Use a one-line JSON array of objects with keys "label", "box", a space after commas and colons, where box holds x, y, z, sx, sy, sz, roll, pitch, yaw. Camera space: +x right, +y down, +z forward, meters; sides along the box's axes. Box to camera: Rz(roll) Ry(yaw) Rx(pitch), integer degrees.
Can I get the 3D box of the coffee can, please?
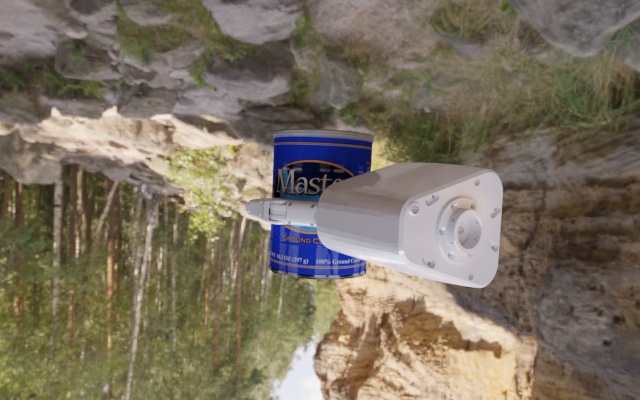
[{"label": "coffee can", "box": [0.000, 0.001, 0.492, 0.103, 0.140, 0.103, 3, 3, 0]}]
